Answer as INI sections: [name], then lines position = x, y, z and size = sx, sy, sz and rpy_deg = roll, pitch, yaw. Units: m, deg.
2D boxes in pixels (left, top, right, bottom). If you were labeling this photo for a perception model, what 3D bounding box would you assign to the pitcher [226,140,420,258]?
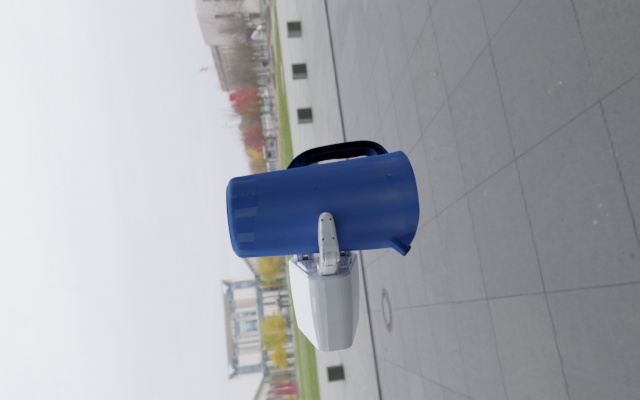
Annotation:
[pitcher]
position = 0.000, 0.002, 0.647
size = 0.243, 0.145, 0.149
rpy_deg = -6, 12, -5
